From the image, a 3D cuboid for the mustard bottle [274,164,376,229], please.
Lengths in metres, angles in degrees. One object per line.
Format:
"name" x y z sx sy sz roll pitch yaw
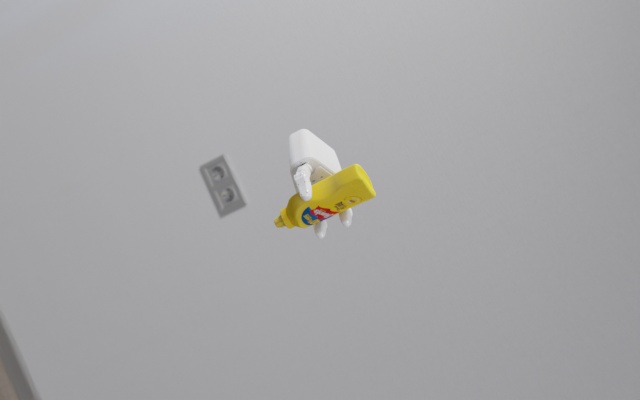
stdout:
"mustard bottle" 0.000 0.003 0.877 0.191 0.058 0.096 -25 -25 13
